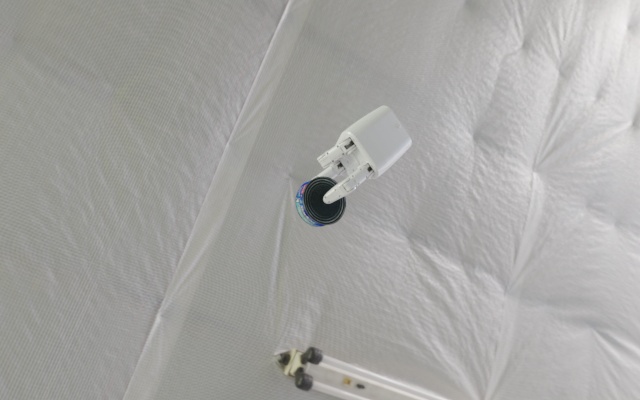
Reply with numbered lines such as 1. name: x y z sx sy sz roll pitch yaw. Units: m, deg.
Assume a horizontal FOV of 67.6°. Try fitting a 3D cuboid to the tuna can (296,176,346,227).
1. tuna can: 0.000 0.003 0.835 0.086 0.086 0.034 0 -10 -30
